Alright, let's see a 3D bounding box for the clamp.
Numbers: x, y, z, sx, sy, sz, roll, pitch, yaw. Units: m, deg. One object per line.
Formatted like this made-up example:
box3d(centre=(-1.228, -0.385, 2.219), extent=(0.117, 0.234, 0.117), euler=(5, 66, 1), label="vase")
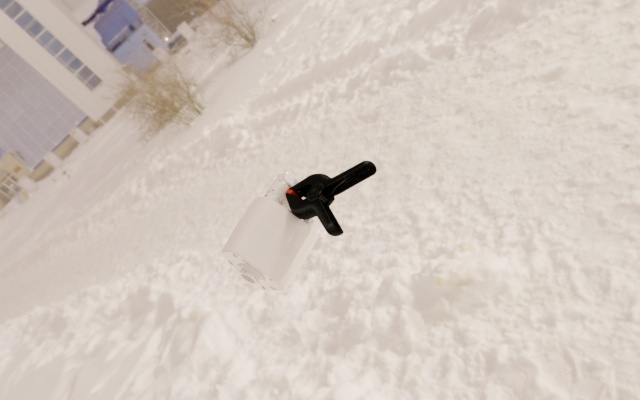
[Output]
box3d(centre=(0.000, 0.002, 0.706), extent=(0.039, 0.120, 0.171), euler=(45, -32, -25), label="clamp")
